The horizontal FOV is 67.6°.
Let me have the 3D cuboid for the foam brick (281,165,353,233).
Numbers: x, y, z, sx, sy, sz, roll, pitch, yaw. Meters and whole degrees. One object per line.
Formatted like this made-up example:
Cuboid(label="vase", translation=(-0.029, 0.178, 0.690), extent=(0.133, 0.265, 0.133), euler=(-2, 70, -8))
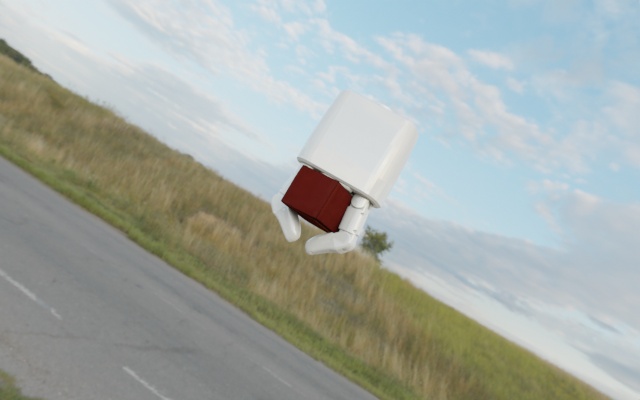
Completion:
Cuboid(label="foam brick", translation=(0.000, 0.002, 0.561), extent=(0.053, 0.051, 0.078), euler=(28, -7, 27))
